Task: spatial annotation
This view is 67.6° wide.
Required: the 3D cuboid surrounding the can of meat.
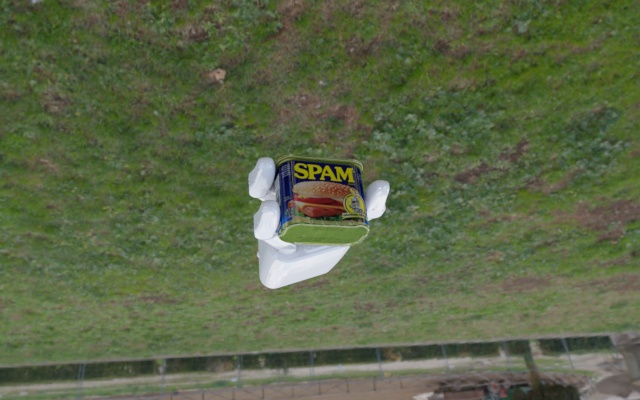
[{"bbox_3d":[0.000,0.002,0.526,0.102,0.084,0.057,4,-30,-18],"label":"can of meat"}]
